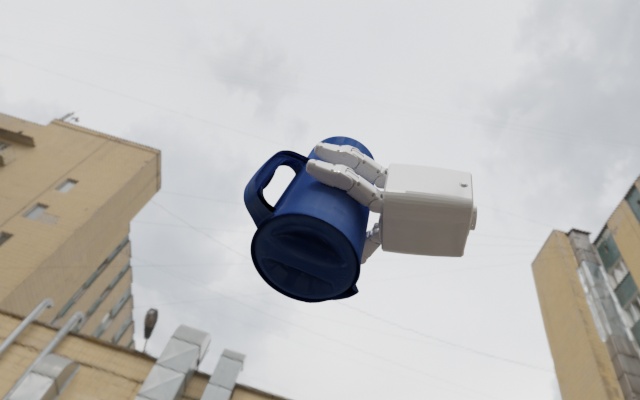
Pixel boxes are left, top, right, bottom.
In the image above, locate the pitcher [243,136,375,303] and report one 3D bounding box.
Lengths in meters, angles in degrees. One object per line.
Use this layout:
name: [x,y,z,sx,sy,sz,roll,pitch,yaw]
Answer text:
pitcher: [0.000,0.002,0.643,0.145,0.149,0.242,6,34,12]
